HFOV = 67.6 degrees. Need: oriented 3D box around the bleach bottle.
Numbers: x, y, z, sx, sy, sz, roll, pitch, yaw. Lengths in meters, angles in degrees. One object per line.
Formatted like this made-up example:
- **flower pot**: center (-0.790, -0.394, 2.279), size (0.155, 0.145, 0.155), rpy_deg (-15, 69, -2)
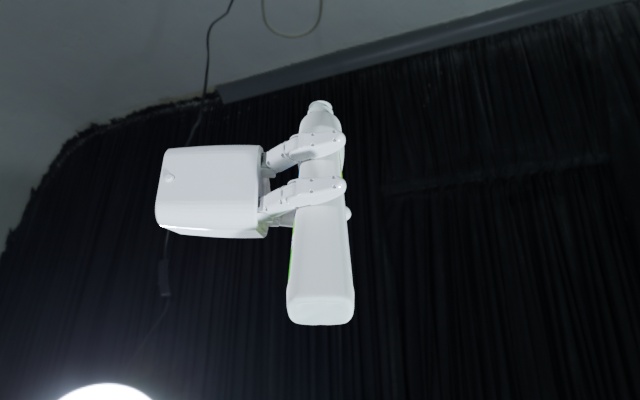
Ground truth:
- **bleach bottle**: center (0.000, 0.002, 0.531), size (0.068, 0.250, 0.103), rpy_deg (0, -28, 0)
